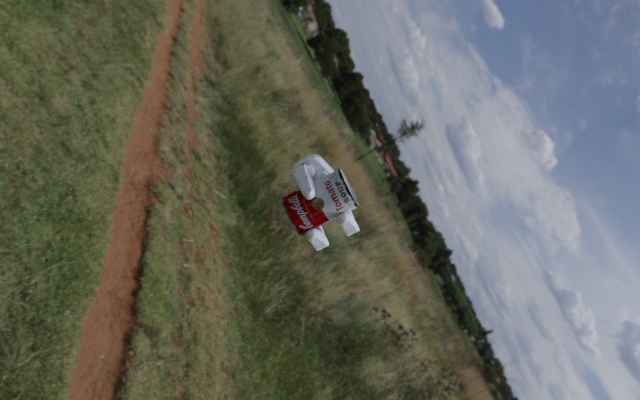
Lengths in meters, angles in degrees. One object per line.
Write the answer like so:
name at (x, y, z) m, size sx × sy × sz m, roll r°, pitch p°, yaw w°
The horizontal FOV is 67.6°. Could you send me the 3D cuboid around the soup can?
soup can at (0.000, 0.002, 0.743) m, size 0.102 × 0.068 × 0.068 m, roll -26°, pitch -4°, yaw 8°
